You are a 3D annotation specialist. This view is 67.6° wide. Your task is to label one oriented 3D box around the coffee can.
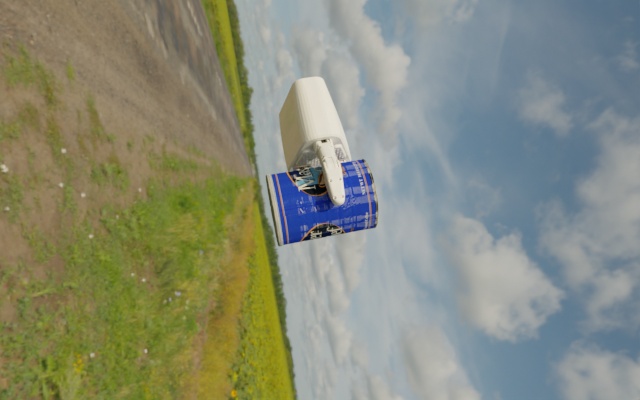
[{"bbox_3d":[0.000,0.002,0.677,0.140,0.103,0.103,-10,1,-7],"label":"coffee can"}]
